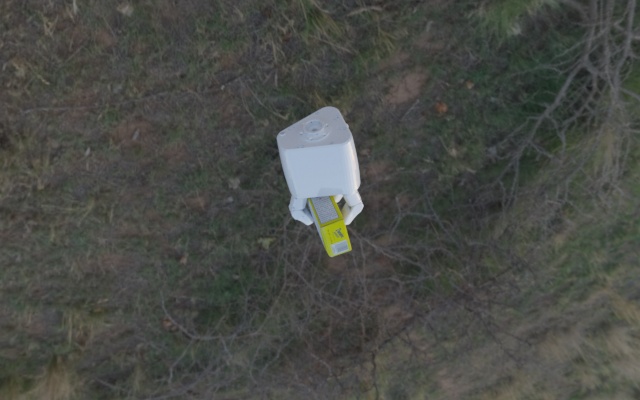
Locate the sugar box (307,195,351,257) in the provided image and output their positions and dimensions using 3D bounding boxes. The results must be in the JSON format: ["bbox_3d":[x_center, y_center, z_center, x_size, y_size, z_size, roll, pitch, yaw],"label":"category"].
[{"bbox_3d":[0.001,0.003,0.832,0.048,0.176,0.093,-19,-40,-2],"label":"sugar box"}]
